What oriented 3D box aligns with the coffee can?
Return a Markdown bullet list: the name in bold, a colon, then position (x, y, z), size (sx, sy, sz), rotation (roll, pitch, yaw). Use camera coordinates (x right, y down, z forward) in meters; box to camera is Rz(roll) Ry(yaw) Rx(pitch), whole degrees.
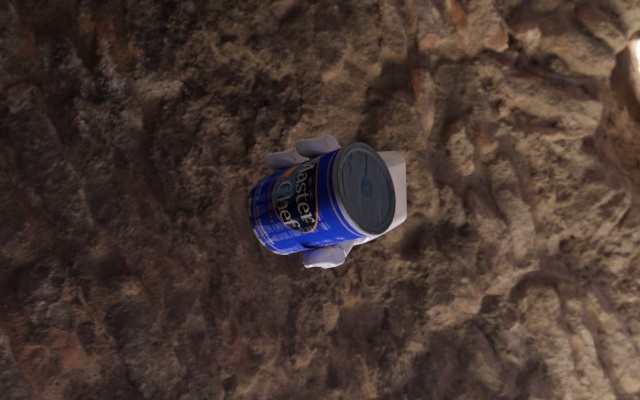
- **coffee can**: position (0.000, 0.002, 0.551), size (0.140, 0.103, 0.103), rotation (-17, -11, 40)
